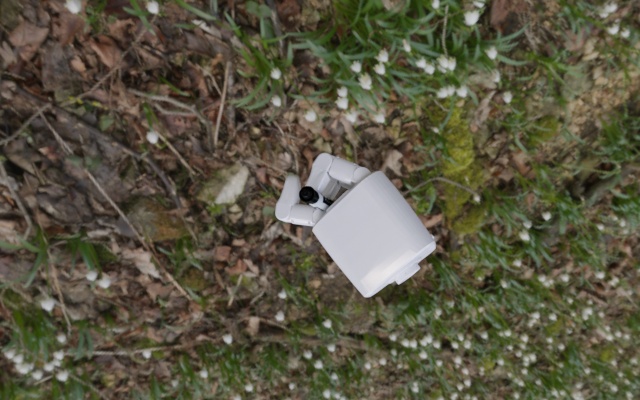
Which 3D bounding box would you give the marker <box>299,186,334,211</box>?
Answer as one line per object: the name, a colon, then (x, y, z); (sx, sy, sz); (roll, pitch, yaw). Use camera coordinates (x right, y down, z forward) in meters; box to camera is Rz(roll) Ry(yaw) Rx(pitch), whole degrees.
marker: (0.000, 0.002, 0.571); (0.020, 0.020, 0.121); (0, -9, 16)
